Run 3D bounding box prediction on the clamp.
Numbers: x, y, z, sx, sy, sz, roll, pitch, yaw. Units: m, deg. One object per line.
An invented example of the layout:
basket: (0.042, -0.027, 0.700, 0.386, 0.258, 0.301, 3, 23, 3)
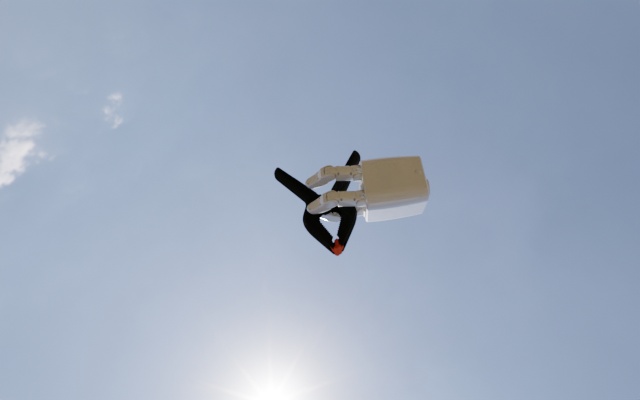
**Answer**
clamp: (0.001, 0.004, 0.850, 0.164, 0.209, 0.036, -8, -35, 4)
